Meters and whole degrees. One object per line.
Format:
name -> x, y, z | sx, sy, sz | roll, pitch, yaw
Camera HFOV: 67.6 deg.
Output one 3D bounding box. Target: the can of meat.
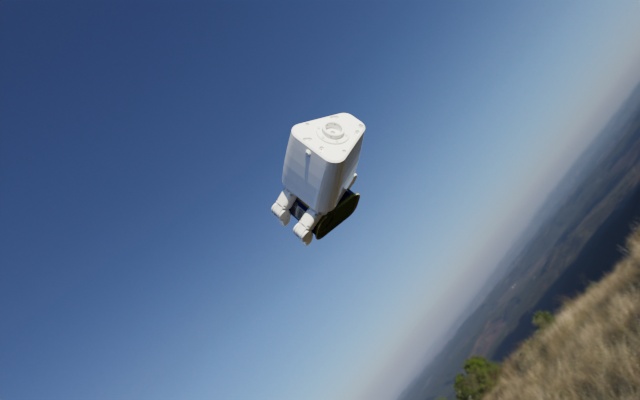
can of meat -> 0.000, 0.002, 0.794 | 0.084, 0.057, 0.102 | 39, 55, 21
